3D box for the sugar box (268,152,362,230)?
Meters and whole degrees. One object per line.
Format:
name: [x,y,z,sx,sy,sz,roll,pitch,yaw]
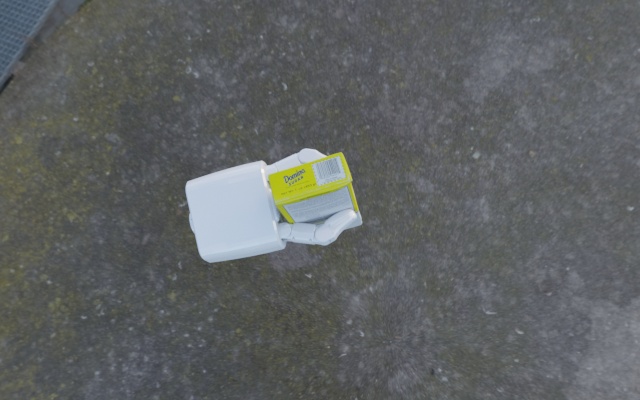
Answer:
sugar box: [0.000,0.002,0.623,0.093,0.048,0.176,-16,-18,3]
